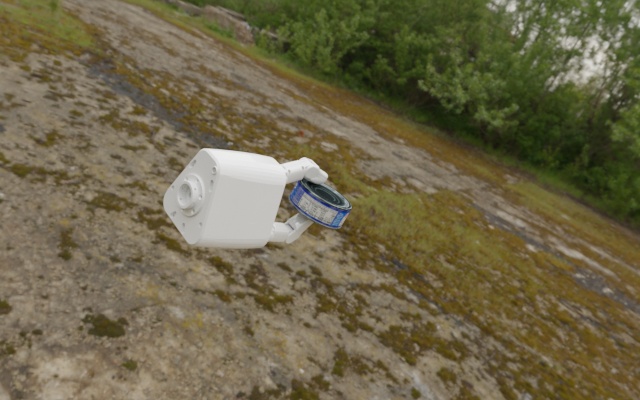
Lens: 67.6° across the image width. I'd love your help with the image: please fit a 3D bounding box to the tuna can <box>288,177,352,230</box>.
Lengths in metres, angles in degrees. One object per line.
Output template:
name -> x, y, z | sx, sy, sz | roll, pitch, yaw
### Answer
tuna can -> 0.000, 0.002, 0.666 | 0.086, 0.034, 0.086 | 28, 16, -9
